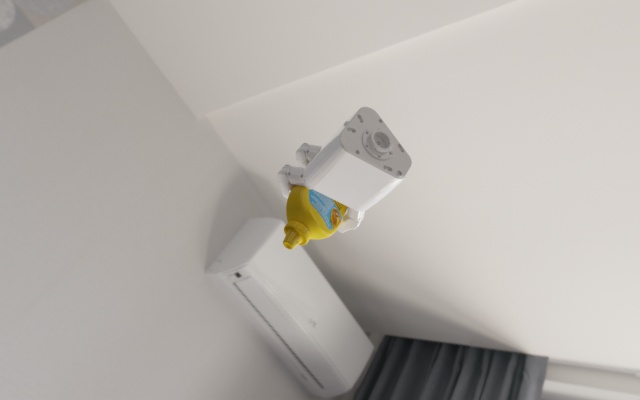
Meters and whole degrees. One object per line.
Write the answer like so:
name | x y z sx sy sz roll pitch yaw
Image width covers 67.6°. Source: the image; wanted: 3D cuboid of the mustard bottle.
mustard bottle | 0.000 0.002 0.738 0.058 0.096 0.191 -7 36 44
